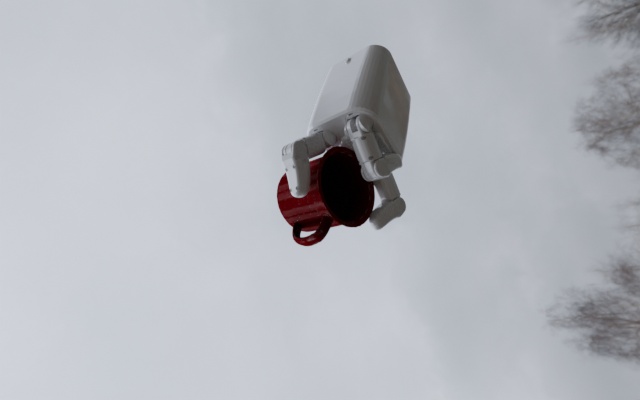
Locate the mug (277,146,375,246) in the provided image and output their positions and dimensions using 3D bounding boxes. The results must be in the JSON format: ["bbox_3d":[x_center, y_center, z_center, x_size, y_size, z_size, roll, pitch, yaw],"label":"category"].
[{"bbox_3d":[0.000,0.003,0.553,0.081,0.117,0.093,-16,-43,44],"label":"mug"}]
